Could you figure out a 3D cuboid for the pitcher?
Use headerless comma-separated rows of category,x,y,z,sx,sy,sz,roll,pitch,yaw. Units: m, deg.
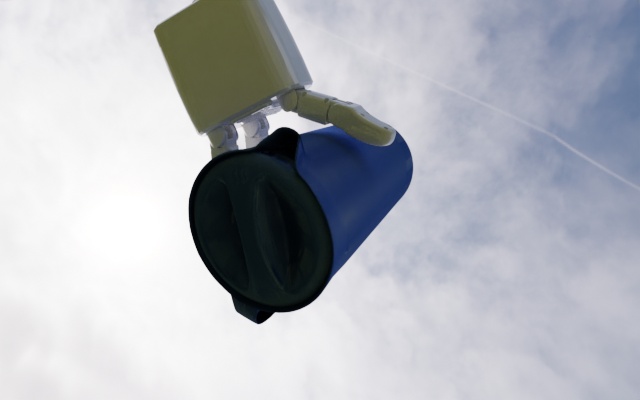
pitcher,0.000,0.001,0.462,0.149,0.145,0.242,-25,4,33
